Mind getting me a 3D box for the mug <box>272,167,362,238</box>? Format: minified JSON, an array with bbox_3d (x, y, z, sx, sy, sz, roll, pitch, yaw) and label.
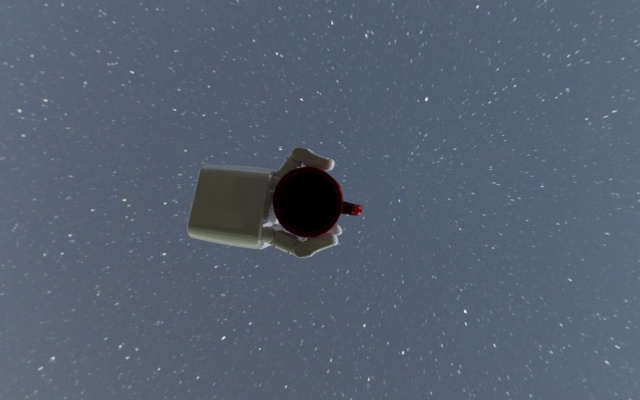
[{"bbox_3d":[0.002,0.002,0.659,0.117,0.093,0.081,8,4,8],"label":"mug"}]
